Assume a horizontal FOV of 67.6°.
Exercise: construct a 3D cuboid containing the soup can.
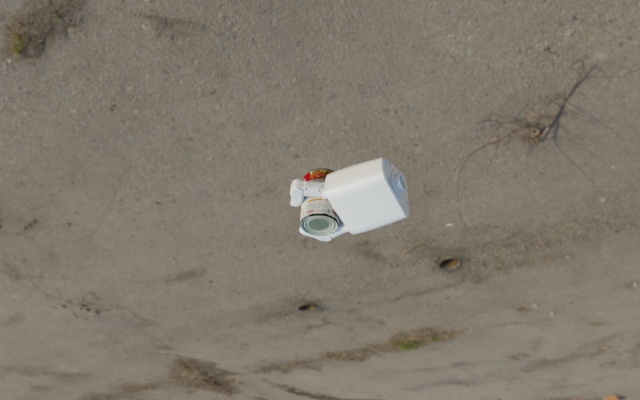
[{"bbox_3d":[0.000,0.003,0.842,0.068,0.102,0.069,2,-36,1],"label":"soup can"}]
